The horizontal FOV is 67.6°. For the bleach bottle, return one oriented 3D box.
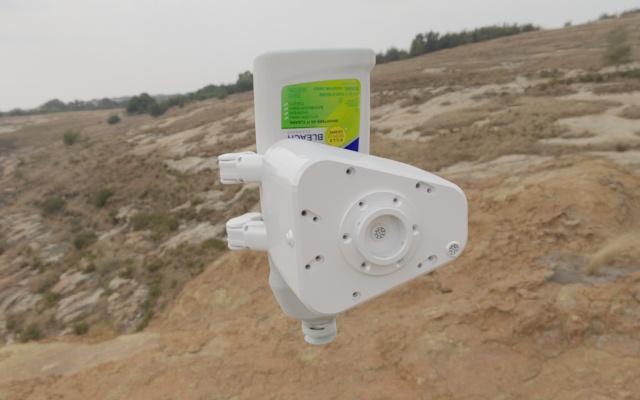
[{"bbox_3d":[0.000,0.001,0.414,0.102,0.251,0.068,-6,11,-13],"label":"bleach bottle"}]
